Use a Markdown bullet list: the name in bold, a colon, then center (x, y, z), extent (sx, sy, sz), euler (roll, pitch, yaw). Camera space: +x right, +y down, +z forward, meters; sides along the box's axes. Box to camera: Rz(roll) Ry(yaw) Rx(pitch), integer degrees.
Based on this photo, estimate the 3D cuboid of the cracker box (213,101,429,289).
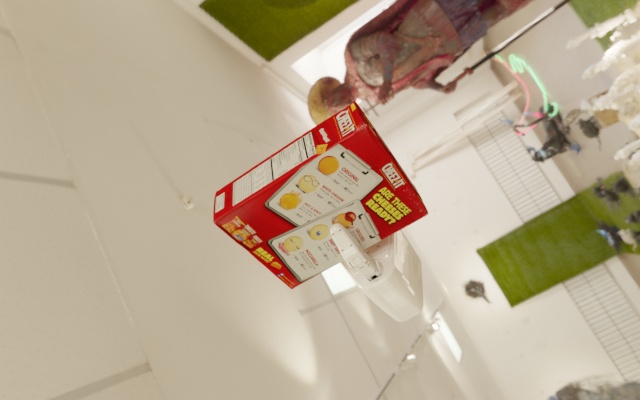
- **cracker box**: center (0.000, 0.002, 0.601), extent (0.214, 0.072, 0.164), euler (-32, -52, 14)
